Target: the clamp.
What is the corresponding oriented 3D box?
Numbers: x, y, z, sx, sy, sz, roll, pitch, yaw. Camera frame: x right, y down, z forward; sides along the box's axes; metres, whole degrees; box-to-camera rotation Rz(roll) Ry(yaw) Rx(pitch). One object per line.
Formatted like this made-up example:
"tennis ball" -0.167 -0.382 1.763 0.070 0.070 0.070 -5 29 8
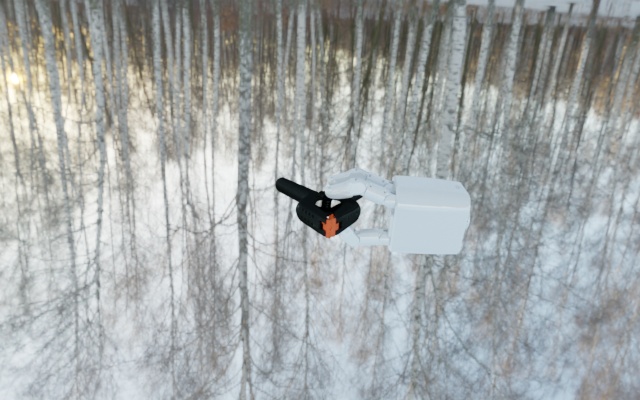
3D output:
"clamp" 0.000 0.003 0.730 0.164 0.036 0.210 2 20 4
